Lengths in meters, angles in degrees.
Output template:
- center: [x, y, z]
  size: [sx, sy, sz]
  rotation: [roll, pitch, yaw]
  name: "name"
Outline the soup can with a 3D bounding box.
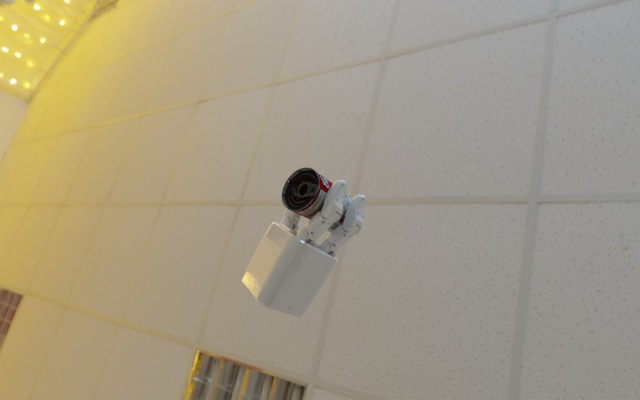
- center: [0.000, 0.002, 0.719]
  size: [0.068, 0.068, 0.102]
  rotation: [0, -22, 39]
  name: "soup can"
